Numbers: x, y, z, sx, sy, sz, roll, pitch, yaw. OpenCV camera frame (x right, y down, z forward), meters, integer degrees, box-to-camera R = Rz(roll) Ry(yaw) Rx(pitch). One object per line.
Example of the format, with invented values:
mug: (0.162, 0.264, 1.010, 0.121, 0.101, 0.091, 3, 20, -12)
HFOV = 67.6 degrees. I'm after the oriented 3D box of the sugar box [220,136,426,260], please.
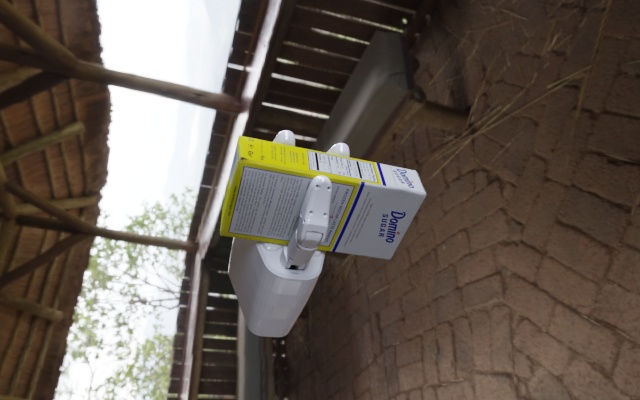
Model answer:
sugar box: (0.000, 0.001, 0.458, 0.176, 0.093, 0.048, 9, 39, -17)
